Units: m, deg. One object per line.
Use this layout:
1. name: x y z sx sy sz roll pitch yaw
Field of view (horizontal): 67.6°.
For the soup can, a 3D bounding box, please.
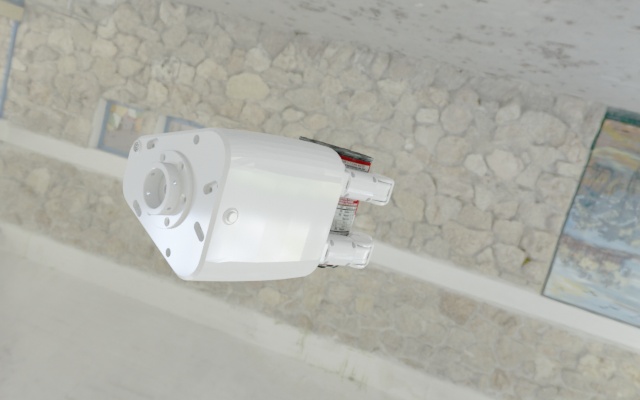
1. soup can: 0.000 0.002 0.426 0.068 0.102 0.068 16 9 -2
